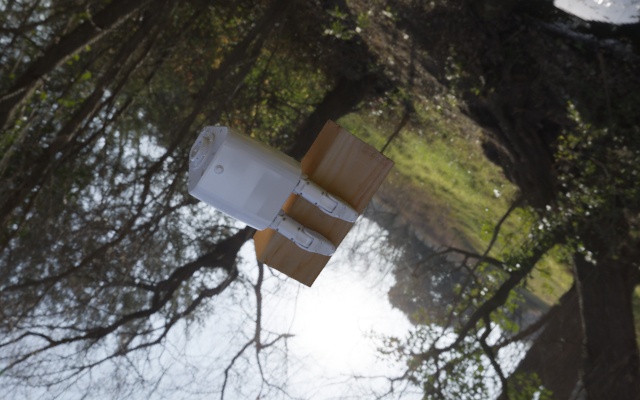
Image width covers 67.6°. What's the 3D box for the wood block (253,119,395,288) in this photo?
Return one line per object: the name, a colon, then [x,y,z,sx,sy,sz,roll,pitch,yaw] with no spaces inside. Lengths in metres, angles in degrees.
wood block: [0.000,0.002,0.667,0.090,0.206,0.090,31,9,-19]
